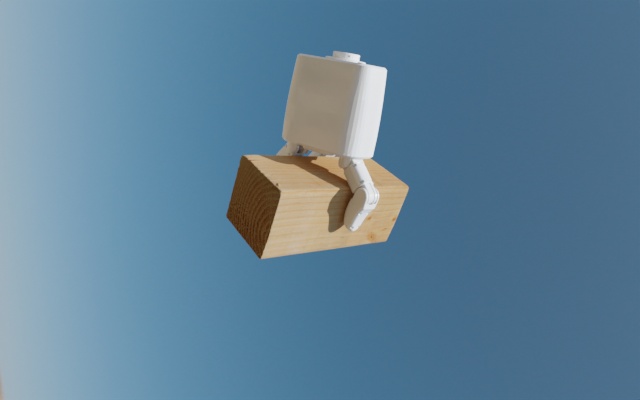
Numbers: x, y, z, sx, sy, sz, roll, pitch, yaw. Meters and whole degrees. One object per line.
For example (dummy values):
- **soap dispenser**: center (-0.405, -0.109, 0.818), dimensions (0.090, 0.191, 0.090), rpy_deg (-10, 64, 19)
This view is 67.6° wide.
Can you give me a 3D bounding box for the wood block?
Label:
- **wood block**: center (0.000, 0.002, 0.603), dimensions (0.206, 0.090, 0.090), rpy_deg (-3, 33, -39)
